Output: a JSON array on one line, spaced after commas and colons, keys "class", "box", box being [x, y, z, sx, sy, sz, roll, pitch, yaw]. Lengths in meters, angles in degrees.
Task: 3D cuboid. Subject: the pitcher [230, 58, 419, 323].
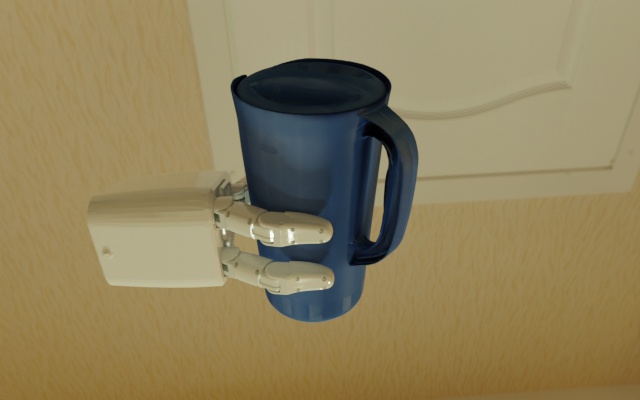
[{"class": "pitcher", "box": [0.000, 0.001, 0.451, 0.145, 0.243, 0.149, -2, 33, -2]}]
